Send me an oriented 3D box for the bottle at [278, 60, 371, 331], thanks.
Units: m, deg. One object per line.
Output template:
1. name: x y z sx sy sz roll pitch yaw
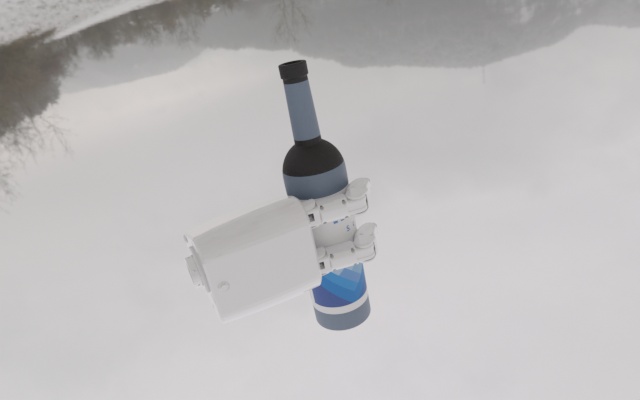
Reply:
1. bottle: 0.000 0.002 0.511 0.069 0.296 0.069 -10 24 4
